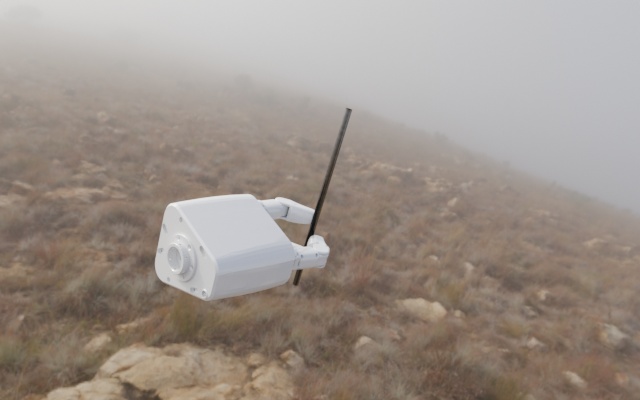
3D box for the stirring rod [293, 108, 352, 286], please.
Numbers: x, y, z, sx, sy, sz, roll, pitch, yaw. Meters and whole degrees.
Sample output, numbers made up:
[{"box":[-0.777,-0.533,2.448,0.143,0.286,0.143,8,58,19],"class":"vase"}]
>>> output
[{"box":[0.000,0.002,0.597,0.011,0.239,0.011,15,18,-5],"class":"stirring rod"}]
